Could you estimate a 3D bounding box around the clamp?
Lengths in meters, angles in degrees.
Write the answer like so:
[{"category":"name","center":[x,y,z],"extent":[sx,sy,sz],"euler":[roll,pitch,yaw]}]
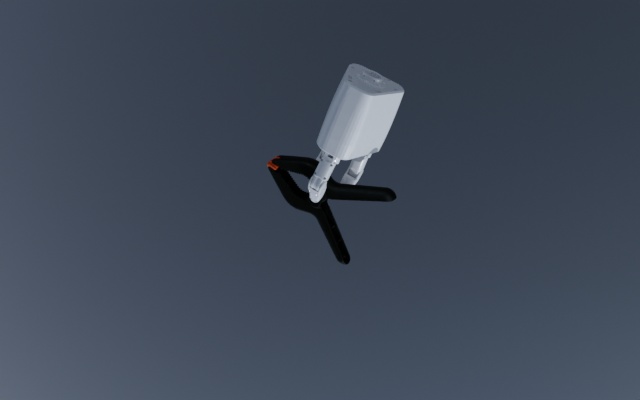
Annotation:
[{"category":"clamp","center":[-0.001,0.002,0.779],"extent":[0.210,0.165,0.036],"euler":[30,32,11]}]
